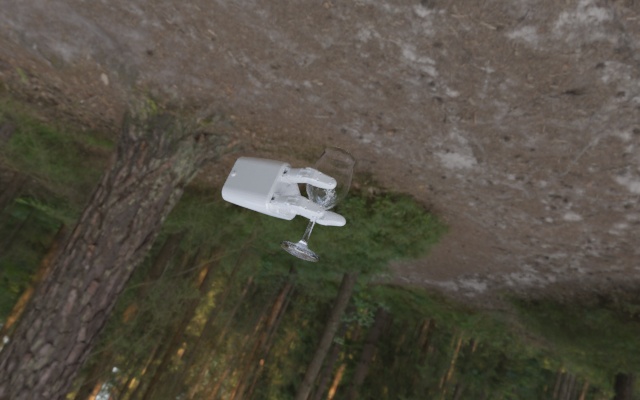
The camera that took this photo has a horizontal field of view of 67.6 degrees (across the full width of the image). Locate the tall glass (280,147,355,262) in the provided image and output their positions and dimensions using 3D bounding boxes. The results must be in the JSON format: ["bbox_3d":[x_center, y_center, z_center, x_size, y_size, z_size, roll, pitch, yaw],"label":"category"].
[{"bbox_3d":[0.000,0.003,0.853,0.079,0.201,0.079,20,-21,8],"label":"tall glass"}]
